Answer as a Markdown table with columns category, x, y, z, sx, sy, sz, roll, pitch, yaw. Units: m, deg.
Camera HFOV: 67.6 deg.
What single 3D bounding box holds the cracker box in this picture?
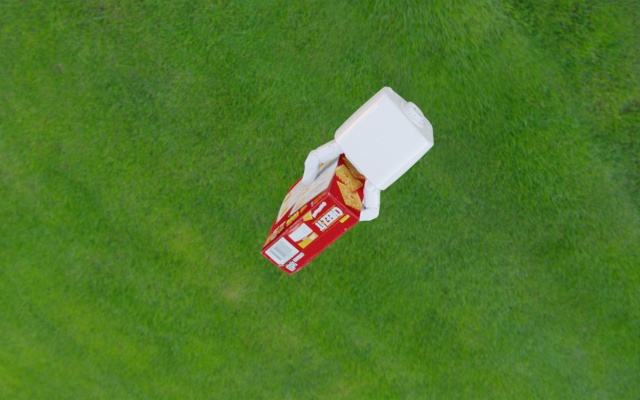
| category | x | y | z | sx | sy | sz | roll | pitch | yaw |
| --- | --- | --- | --- | --- | --- | --- | --- | --- | --- |
| cracker box | 0.000 | 0.003 | 0.800 | 0.164 | 0.072 | 0.213 | -41 | 15 | 28 |
